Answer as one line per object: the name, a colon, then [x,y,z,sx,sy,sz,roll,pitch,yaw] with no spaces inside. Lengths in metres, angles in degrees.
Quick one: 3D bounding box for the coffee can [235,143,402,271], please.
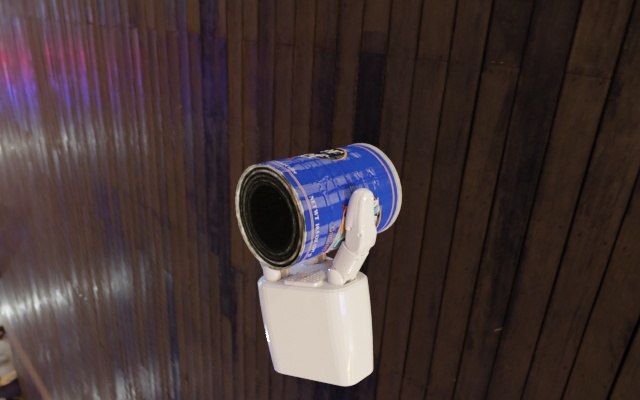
coffee can: [0.000,0.001,0.488,0.140,0.103,0.103,-17,11,-42]
